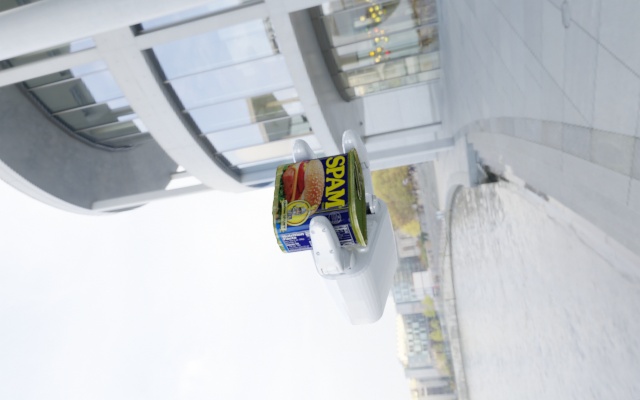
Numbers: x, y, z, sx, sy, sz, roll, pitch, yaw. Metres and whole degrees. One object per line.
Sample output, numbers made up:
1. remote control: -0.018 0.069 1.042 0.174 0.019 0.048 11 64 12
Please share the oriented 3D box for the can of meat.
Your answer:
1. can of meat: 0.000 0.002 0.482 0.084 0.102 0.057 -9 -43 13
